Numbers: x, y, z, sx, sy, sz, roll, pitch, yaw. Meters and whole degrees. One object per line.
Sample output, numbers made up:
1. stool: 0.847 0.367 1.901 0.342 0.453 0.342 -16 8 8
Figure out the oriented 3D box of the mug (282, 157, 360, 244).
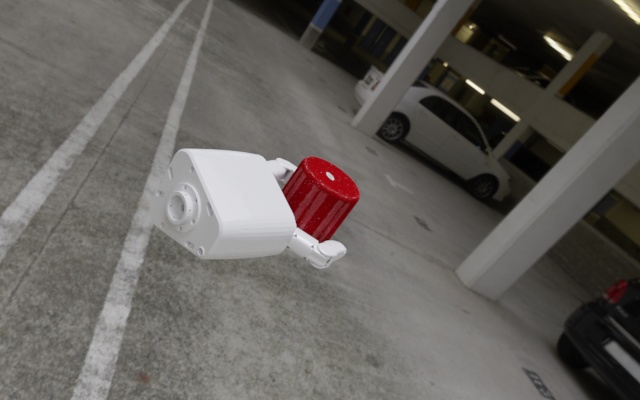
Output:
1. mug: 0.001 0.002 0.581 0.093 0.081 0.117 47 26 24
